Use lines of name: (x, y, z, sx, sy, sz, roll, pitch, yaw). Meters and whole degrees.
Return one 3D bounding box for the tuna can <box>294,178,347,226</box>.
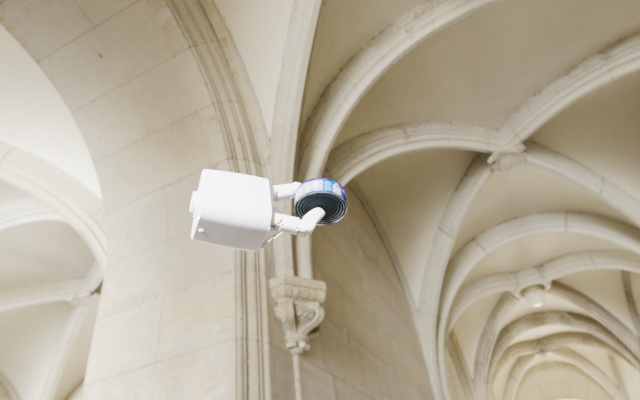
tuna can: (0.000, 0.002, 0.775, 0.086, 0.033, 0.086, -1, -39, -1)
